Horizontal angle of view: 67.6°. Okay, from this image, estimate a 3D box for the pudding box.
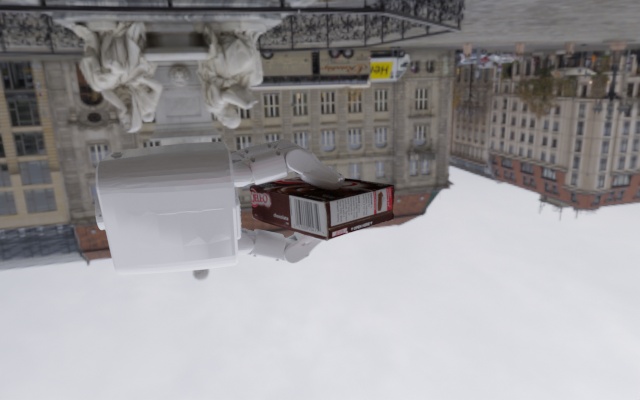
[{"bbox_3d":[0.000,0.002,0.458,0.090,0.039,0.113,-14,20,-40],"label":"pudding box"}]
